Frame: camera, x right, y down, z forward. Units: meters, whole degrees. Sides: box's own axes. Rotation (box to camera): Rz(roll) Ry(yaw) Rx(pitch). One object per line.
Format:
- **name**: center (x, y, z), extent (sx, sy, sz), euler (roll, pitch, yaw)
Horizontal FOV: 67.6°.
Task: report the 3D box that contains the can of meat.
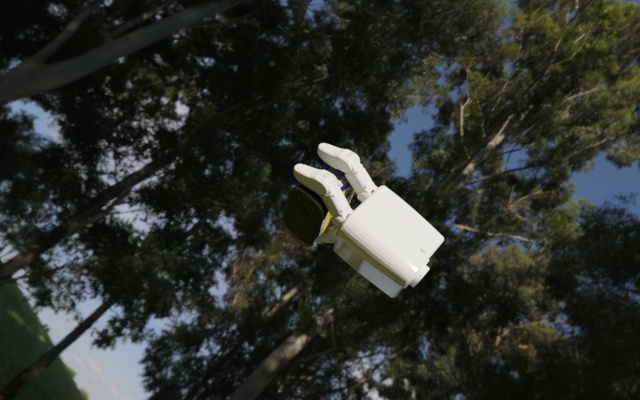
- **can of meat**: center (0.000, 0.002, 0.653), extent (0.084, 0.057, 0.102), euler (-40, -19, -34)
